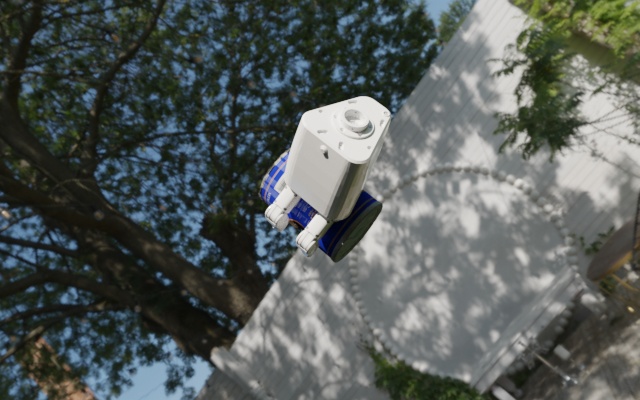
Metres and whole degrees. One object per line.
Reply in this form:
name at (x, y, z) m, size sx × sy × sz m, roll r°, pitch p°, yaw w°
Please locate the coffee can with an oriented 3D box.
coffee can at (0.000, 0.002, 0.662) m, size 0.140 × 0.103 × 0.103 m, roll 39°, pitch 12°, yaw 15°
